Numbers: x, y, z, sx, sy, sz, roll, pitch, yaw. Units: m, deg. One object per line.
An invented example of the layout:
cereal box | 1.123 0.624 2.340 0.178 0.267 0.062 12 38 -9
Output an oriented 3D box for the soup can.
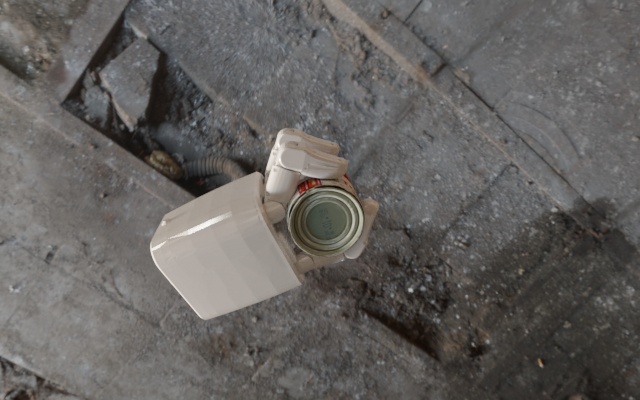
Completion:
soup can | 0.001 0.002 0.450 0.068 0.068 0.102 0 20 -6
